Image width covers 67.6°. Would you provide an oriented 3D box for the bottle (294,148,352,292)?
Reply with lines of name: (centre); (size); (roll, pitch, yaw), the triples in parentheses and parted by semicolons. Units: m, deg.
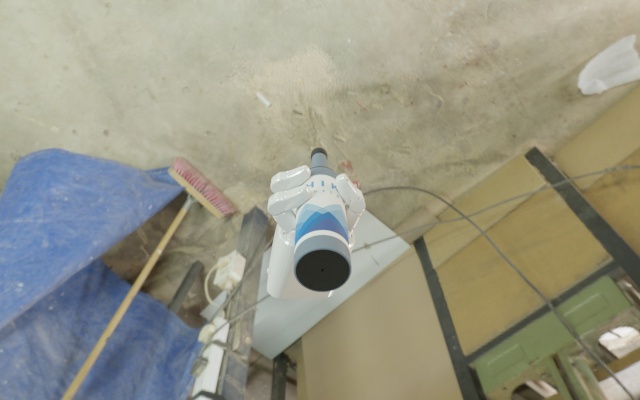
bottle: (0.000, 0.002, 0.667); (0.069, 0.069, 0.295); (0, 32, -1)
